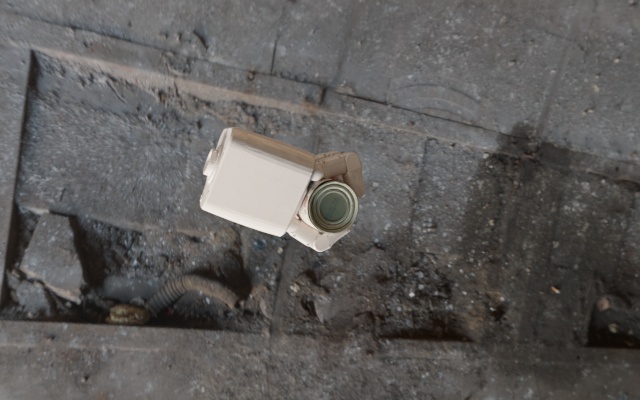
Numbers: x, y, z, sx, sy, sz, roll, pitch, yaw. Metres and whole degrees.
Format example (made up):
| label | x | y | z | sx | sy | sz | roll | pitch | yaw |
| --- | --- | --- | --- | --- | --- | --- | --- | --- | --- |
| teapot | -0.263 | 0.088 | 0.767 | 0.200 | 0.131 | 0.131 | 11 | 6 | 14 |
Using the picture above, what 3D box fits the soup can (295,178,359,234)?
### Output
| label | x | y | z | sx | sy | sz | roll | pitch | yaw |
| --- | --- | --- | --- | --- | --- | --- | --- | --- | --- |
| soup can | 0.001 | 0.002 | 0.618 | 0.068 | 0.068 | 0.102 | 0 | 7 | -19 |
